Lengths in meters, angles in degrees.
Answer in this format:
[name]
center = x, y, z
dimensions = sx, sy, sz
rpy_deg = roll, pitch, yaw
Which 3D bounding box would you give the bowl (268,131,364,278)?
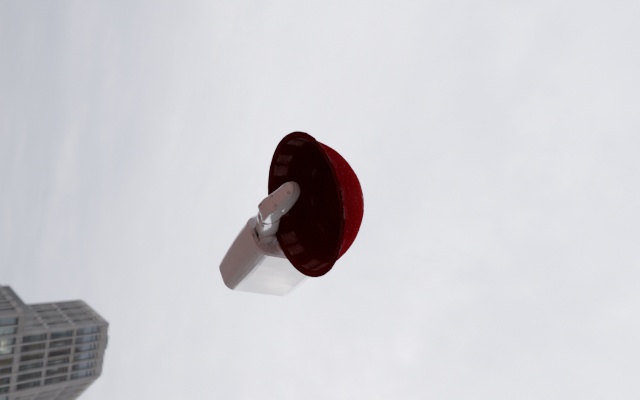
[bowl]
center = 0.001, 0.001, 0.536
dimensions = 0.055, 0.162, 0.162
rpy_deg = -9, 5, -31
